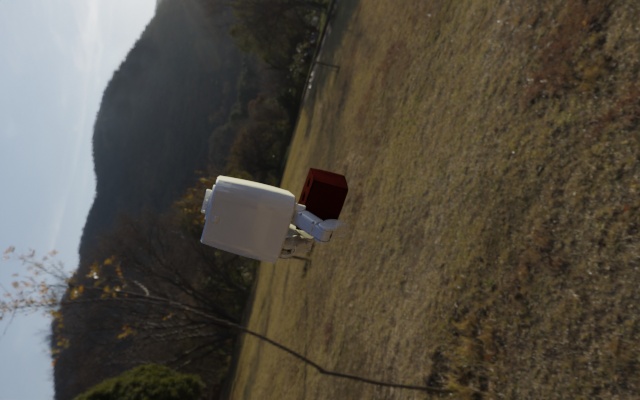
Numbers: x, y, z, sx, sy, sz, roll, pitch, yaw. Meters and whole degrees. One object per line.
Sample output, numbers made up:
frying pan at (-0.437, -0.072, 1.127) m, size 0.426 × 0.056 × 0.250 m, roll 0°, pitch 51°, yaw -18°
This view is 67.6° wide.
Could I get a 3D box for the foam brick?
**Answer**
foam brick at (0.000, 0.002, 0.659) m, size 0.051 × 0.078 × 0.053 m, roll 16°, pitch 20°, yaw -11°
